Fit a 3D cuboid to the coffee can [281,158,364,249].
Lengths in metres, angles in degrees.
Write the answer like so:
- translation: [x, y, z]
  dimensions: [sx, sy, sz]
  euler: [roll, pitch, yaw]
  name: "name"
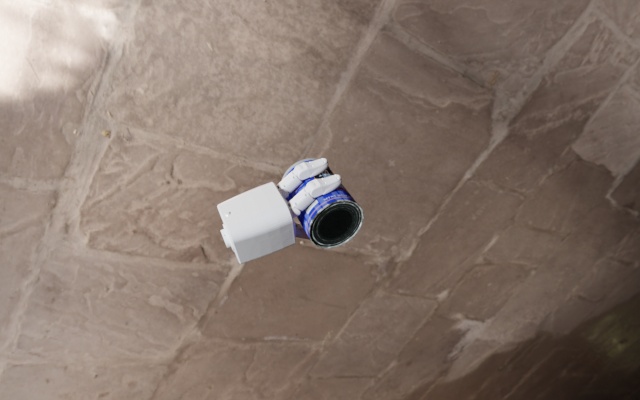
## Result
- translation: [0.000, 0.003, 0.855]
  dimensions: [0.103, 0.103, 0.140]
  euler: [0, 34, -29]
  name: "coffee can"
